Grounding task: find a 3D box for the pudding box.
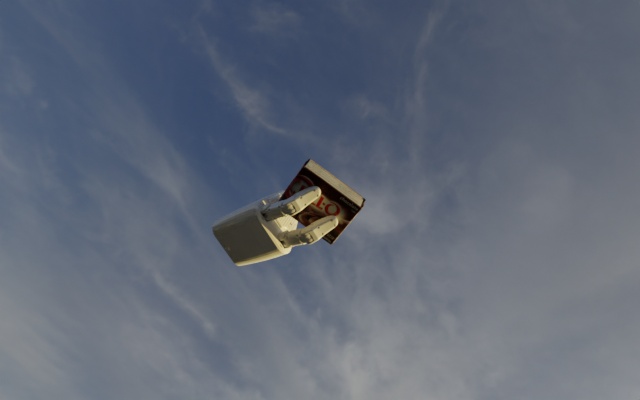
[{"bbox_3d":[0.000,0.002,0.754,0.113,0.090,0.039,34,33,-4],"label":"pudding box"}]
